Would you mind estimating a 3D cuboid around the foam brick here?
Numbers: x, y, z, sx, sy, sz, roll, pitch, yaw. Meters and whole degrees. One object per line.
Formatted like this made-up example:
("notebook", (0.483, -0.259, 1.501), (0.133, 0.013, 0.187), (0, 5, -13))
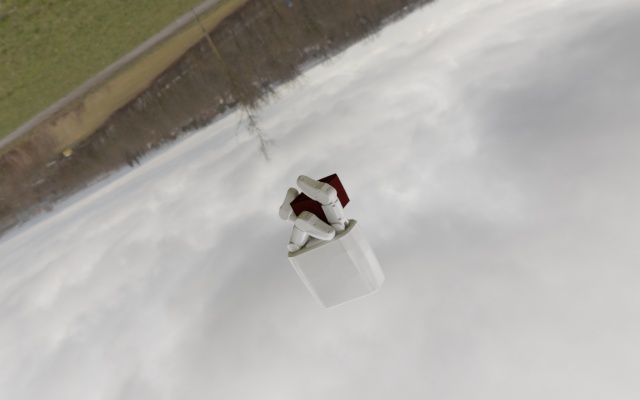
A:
("foam brick", (0.000, 0.002, 0.740), (0.053, 0.051, 0.078), (-19, 18, 38))
